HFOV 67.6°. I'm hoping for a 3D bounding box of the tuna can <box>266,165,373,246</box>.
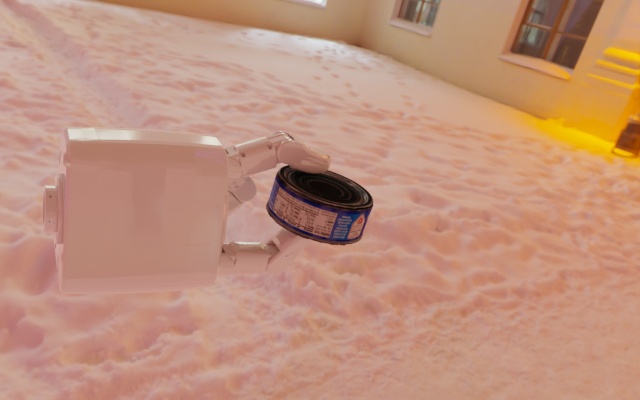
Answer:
[{"bbox_3d":[0.000,0.001,0.400,0.086,0.034,0.086,16,21,-6],"label":"tuna can"}]
